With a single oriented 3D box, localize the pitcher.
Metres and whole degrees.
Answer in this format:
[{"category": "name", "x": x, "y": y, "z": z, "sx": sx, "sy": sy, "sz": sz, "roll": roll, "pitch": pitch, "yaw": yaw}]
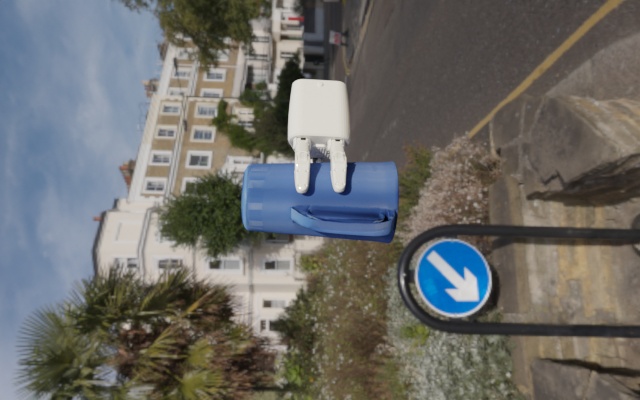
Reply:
[{"category": "pitcher", "x": 0.000, "y": 0.002, "z": 0.759, "sx": 0.243, "sy": 0.145, "sz": 0.149, "roll": 2, "pitch": -21, "yaw": -3}]
